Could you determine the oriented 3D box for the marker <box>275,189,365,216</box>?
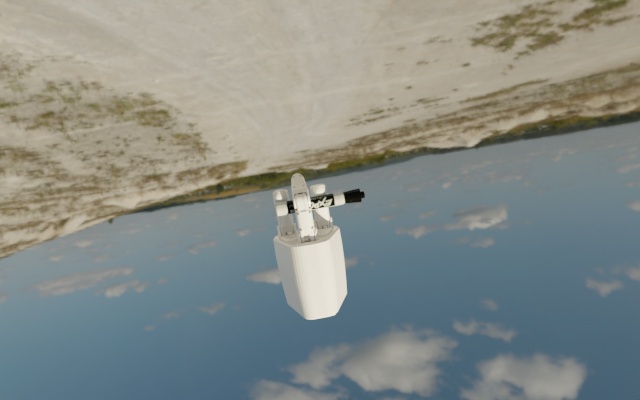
[{"bbox_3d":[0.000,0.002,0.647,0.121,0.020,0.020,-10,0,-2],"label":"marker"}]
